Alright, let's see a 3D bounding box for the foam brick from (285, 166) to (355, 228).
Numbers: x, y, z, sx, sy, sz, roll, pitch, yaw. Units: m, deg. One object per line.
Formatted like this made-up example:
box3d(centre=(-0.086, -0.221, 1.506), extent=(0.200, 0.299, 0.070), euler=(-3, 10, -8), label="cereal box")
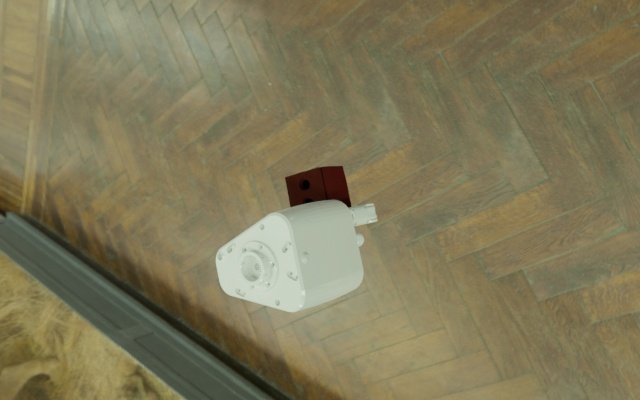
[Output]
box3d(centre=(0.000, 0.002, 0.559), extent=(0.053, 0.078, 0.051), euler=(-14, -3, 34), label="foam brick")
